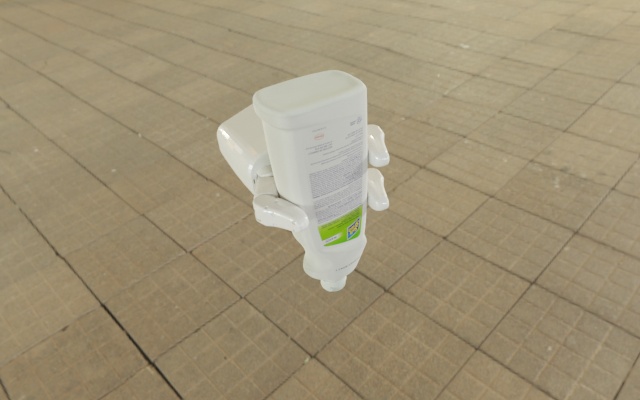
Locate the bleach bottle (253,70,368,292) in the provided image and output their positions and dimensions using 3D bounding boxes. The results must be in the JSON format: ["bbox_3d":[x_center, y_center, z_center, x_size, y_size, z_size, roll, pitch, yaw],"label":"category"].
[{"bbox_3d":[0.000,0.002,0.494,0.102,0.251,0.068,-22,40,-22],"label":"bleach bottle"}]
